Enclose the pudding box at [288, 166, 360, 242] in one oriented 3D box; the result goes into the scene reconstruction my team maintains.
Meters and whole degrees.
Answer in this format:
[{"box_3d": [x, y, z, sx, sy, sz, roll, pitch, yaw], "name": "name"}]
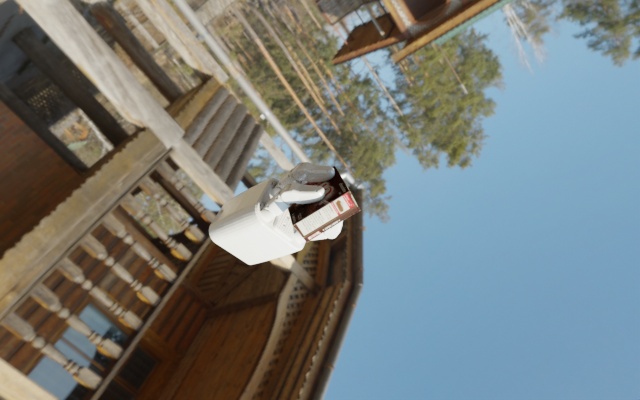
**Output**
[{"box_3d": [0.000, 0.002, 0.683, 0.090, 0.039, 0.113, -32, 25, 4], "name": "pudding box"}]
